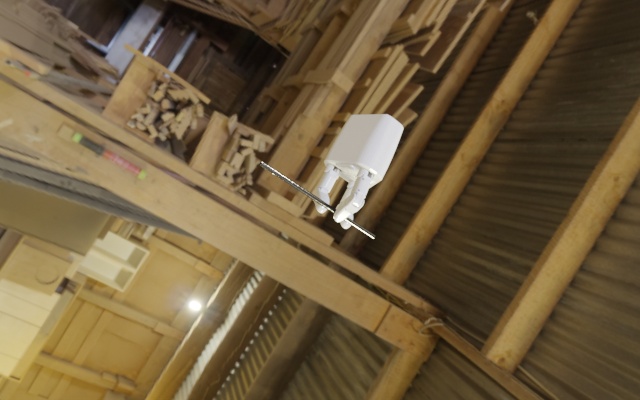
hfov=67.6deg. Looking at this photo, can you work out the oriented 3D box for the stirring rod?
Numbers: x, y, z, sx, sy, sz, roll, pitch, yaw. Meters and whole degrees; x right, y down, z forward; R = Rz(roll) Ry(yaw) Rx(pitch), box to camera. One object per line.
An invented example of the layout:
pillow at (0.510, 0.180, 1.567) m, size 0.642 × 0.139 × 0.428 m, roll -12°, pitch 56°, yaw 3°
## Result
stirring rod at (0.000, 0.002, 0.789) m, size 0.239 × 0.011 × 0.011 m, roll 33°, pitch -14°, yaw -22°
